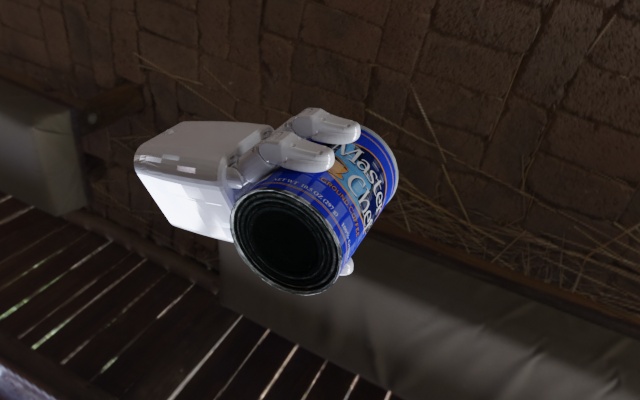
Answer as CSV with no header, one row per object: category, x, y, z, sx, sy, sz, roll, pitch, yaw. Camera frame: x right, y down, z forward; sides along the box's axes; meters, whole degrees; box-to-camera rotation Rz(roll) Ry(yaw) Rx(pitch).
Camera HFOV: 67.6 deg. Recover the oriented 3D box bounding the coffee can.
coffee can,0.000,0.001,0.433,0.103,0.103,0.140,0,29,30
